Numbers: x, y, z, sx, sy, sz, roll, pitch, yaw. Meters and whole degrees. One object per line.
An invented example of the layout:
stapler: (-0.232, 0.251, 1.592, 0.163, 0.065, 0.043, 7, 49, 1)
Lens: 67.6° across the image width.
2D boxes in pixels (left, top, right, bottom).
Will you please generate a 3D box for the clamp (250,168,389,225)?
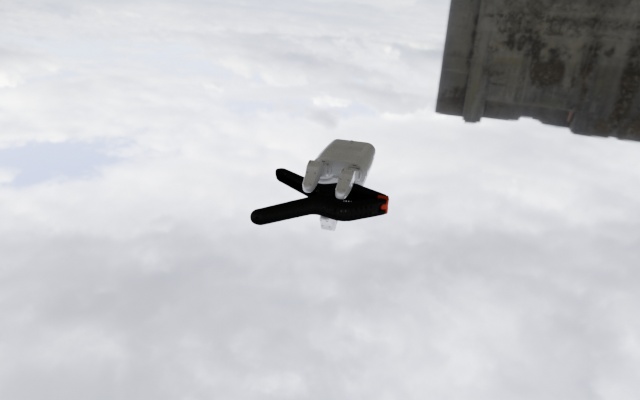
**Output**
clamp: (0.001, 0.003, 0.757, 0.210, 0.036, 0.164, 9, 32, 14)
